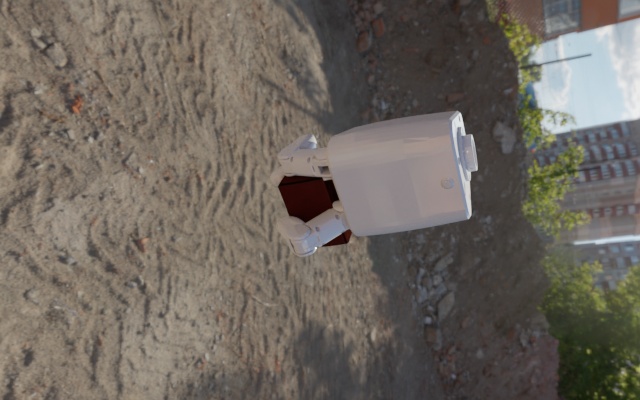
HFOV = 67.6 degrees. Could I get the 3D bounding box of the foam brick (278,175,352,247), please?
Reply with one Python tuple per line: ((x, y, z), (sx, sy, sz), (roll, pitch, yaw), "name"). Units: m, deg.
((0.000, 0.002, 0.481), (0.051, 0.078, 0.053), (-8, 29, 23), "foam brick")
